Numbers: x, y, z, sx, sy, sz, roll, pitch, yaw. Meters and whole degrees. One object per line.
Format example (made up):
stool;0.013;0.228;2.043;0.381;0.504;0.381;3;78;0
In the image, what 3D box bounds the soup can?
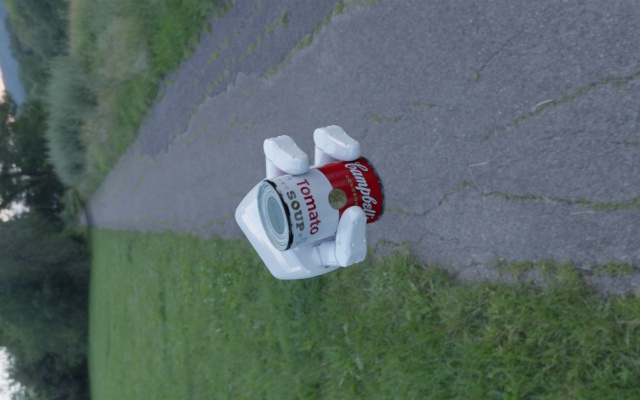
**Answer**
soup can;0.000;0.002;0.446;0.102;0.068;0.068;-16;7;-27
